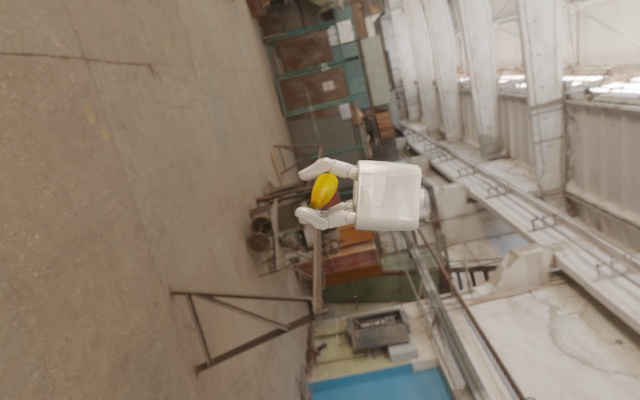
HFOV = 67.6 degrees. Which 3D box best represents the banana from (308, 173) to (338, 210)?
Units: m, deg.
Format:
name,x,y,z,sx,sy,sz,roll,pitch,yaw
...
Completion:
name,x,y,z,sx,sy,sz,roll,pitch,yaw
banana,0.006,-0.015,0.805,0.037,0.069,0.198,19,-3,0
